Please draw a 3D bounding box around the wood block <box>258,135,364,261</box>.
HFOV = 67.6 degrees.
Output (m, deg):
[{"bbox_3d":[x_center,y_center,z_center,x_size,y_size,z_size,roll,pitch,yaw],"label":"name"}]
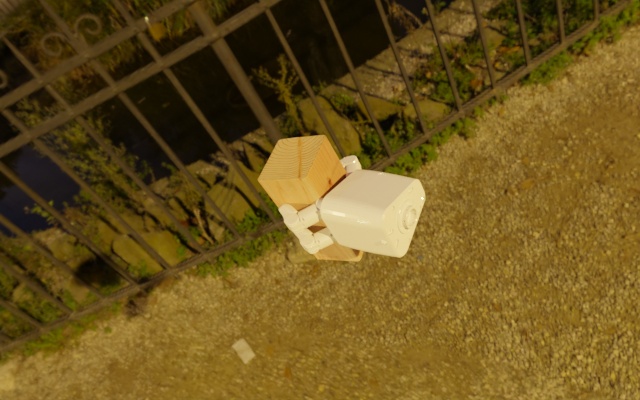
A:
[{"bbox_3d":[0.001,0.002,0.772,0.090,0.090,0.206,-2,-41,32],"label":"wood block"}]
